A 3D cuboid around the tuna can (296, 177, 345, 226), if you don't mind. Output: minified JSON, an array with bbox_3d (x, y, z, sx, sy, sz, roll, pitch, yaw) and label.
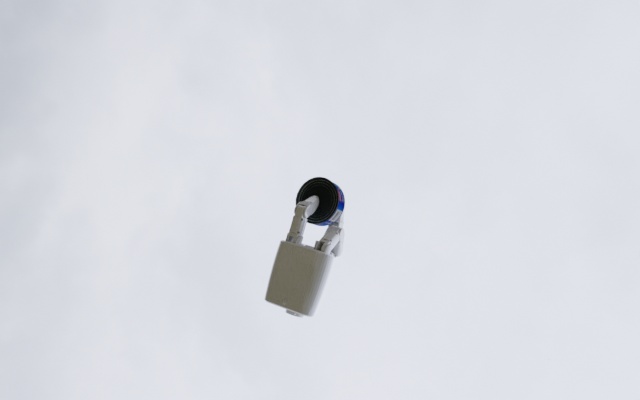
[{"bbox_3d":[0.000,0.003,0.858,0.086,0.086,0.034,0,-11,27],"label":"tuna can"}]
